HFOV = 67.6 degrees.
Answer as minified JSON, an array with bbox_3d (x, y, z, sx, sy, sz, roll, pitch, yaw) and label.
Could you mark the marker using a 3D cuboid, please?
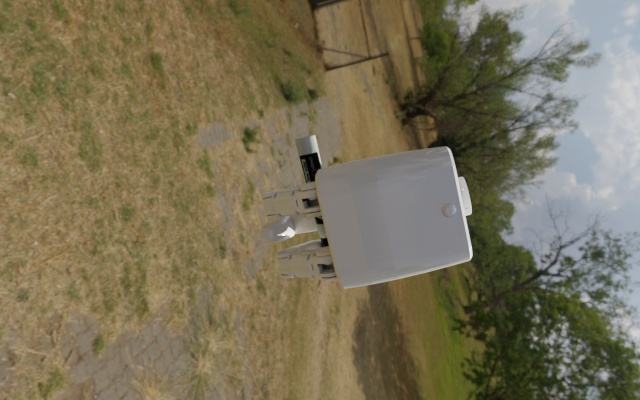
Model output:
[{"bbox_3d":[0.000,0.001,0.434,0.020,0.121,0.020,-13,7,2],"label":"marker"}]
